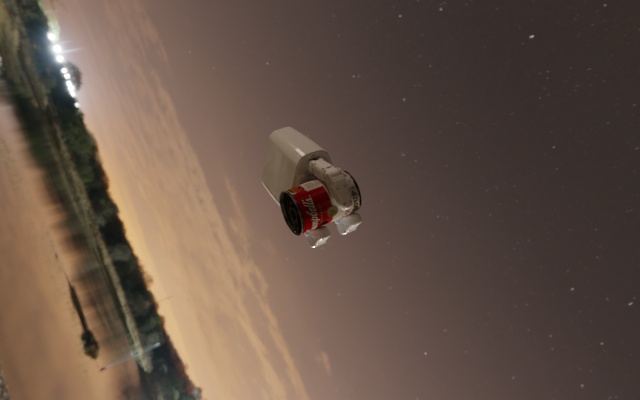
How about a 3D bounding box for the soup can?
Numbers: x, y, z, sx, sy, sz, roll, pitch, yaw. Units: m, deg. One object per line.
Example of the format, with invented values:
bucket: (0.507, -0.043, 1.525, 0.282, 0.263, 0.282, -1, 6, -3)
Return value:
soup can: (0.001, 0.002, 0.700, 0.102, 0.068, 0.068, -21, 9, -24)
